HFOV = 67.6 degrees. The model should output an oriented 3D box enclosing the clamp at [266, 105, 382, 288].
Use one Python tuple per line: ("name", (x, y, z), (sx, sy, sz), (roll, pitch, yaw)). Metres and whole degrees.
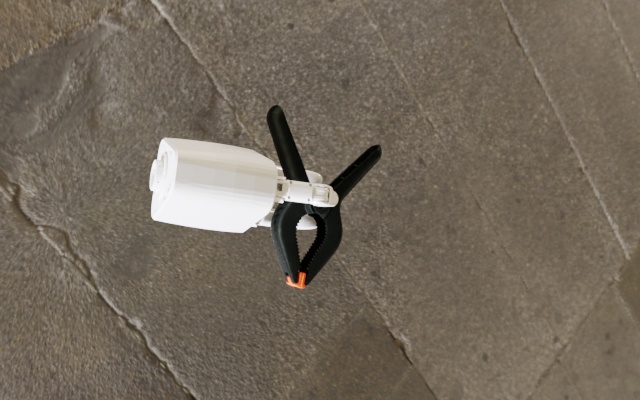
("clamp", (0.000, 0.002, 0.587), (0.164, 0.210, 0.036), (8, -5, -29))
